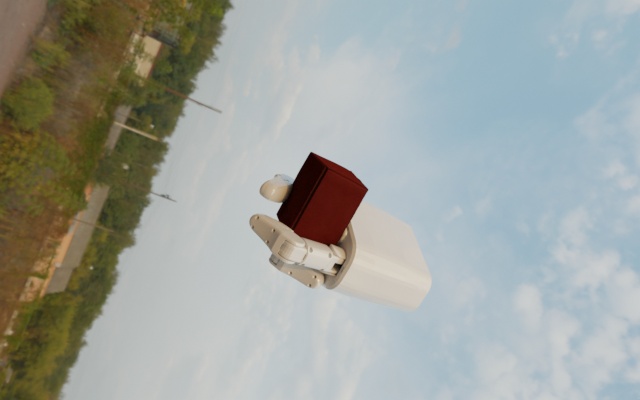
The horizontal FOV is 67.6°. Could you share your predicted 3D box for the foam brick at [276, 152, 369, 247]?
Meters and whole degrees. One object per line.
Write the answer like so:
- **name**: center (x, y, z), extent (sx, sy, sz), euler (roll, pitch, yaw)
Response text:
- **foam brick**: center (0.000, 0.001, 0.467), extent (0.051, 0.078, 0.053), euler (23, 15, -25)
